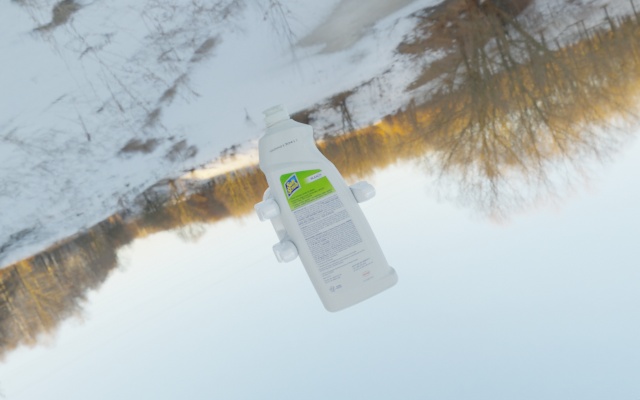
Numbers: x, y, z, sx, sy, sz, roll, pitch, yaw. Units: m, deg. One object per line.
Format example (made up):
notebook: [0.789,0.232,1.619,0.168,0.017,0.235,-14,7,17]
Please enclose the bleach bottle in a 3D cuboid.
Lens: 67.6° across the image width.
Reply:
bleach bottle: [0.000,0.002,0.579,0.102,0.251,0.068,-24,5,-6]
